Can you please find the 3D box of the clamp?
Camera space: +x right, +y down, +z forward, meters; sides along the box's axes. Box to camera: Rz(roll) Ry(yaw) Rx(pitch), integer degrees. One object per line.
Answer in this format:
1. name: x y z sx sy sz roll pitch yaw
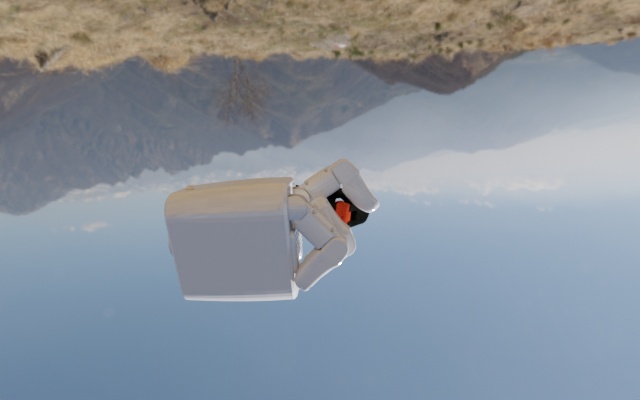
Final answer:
1. clamp: 0.000 0.002 0.538 0.120 0.039 0.171 -1 6 2
